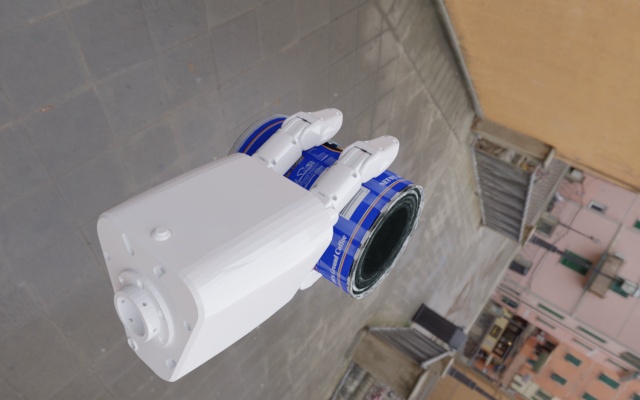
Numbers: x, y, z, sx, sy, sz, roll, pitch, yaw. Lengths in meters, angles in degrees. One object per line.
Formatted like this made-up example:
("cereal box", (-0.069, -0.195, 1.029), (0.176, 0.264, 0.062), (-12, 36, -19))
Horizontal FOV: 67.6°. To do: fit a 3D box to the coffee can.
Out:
("coffee can", (0.000, 0.001, 0.403), (0.140, 0.103, 0.103), (31, 14, 25))
